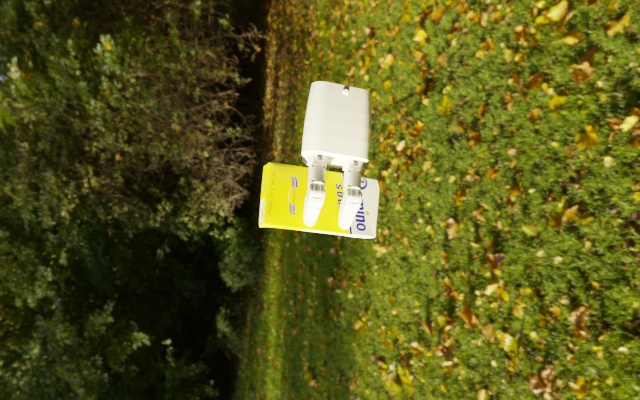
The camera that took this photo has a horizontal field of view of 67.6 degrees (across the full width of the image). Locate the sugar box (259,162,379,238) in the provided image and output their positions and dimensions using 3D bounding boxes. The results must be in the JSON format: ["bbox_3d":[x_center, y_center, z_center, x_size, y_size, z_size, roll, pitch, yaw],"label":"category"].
[{"bbox_3d":[0.000,0.002,0.713,0.176,0.093,0.048,7,-7,-17],"label":"sugar box"}]
